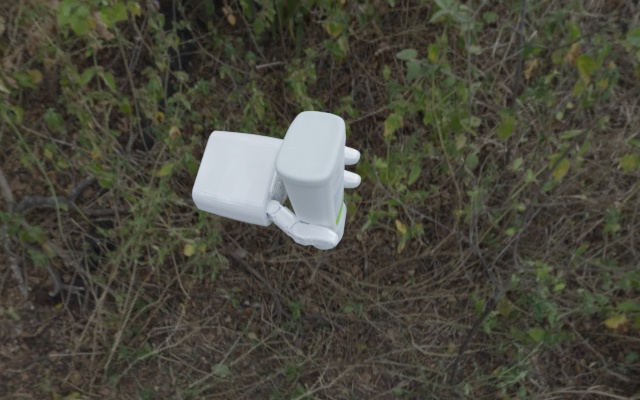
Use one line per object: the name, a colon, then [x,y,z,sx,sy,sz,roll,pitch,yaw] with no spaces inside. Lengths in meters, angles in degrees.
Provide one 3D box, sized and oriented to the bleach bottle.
bleach bottle: [0.000,0.002,0.632,0.068,0.102,0.251,11,-31,12]
